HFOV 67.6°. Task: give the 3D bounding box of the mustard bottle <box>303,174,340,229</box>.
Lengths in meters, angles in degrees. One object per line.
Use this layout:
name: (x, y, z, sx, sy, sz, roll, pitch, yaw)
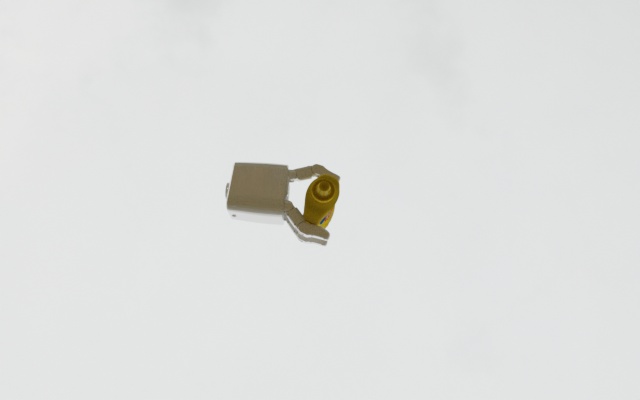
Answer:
mustard bottle: (0.000, 0.003, 0.891, 0.058, 0.096, 0.192, 28, -16, 5)
